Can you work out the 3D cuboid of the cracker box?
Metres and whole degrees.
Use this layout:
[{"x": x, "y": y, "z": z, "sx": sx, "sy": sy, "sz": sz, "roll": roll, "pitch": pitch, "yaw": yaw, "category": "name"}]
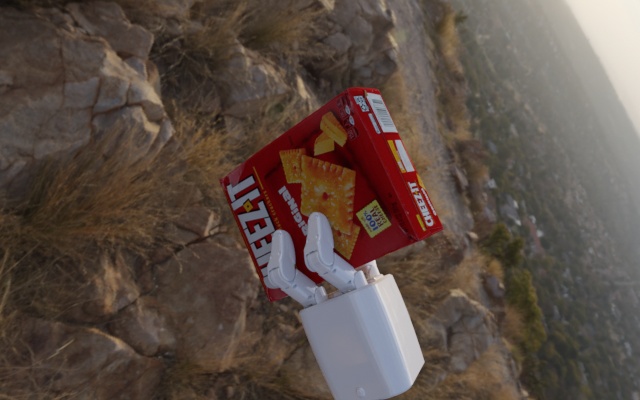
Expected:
[{"x": 0.000, "y": 0.002, "z": 0.526, "sx": 0.214, "sy": 0.164, "sz": 0.072, "roll": -29, "pitch": -9, "yaw": 35, "category": "cracker box"}]
